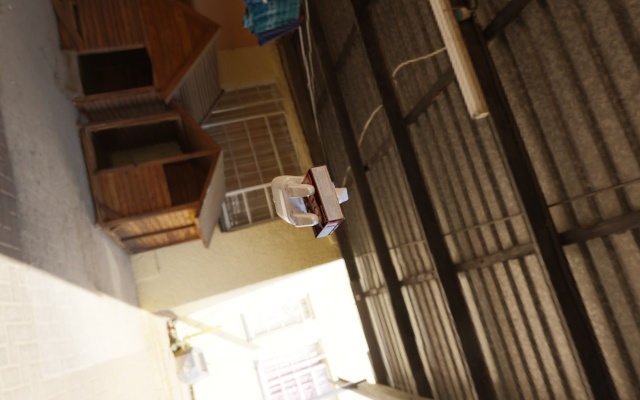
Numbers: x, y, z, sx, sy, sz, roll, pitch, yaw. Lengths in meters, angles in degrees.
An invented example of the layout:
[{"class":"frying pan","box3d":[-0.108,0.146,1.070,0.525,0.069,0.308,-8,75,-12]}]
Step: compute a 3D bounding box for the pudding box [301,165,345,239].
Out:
[{"class":"pudding box","box3d":[0.000,0.003,0.892,0.039,0.113,0.090,-14,-18,-20]}]
